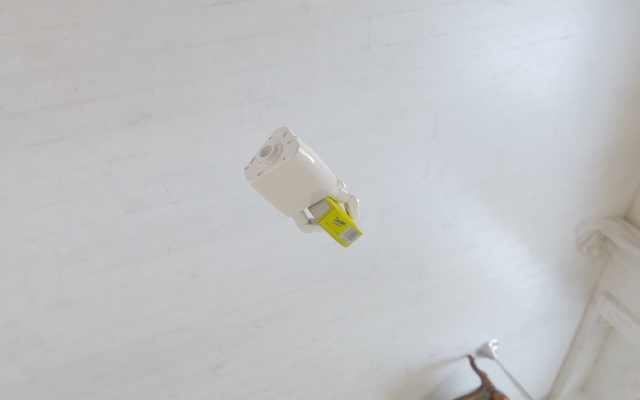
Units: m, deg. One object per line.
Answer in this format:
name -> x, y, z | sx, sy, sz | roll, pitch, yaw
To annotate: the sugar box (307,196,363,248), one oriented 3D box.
sugar box -> 0.001, 0.002, 0.859 | 0.093, 0.048, 0.176 | 44, 8, -41
